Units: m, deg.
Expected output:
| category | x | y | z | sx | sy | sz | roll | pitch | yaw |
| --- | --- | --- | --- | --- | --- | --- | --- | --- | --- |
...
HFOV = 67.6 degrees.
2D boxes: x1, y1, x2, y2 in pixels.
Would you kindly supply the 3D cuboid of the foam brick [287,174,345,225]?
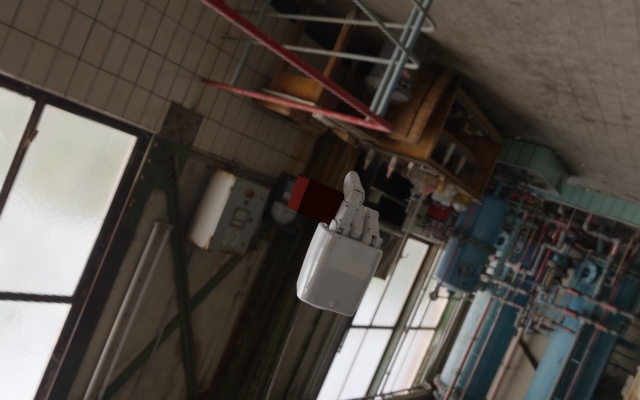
| category | x | y | z | sx | sy | sz | roll | pitch | yaw |
| --- | --- | --- | --- | --- | --- | --- | --- | --- | --- |
| foam brick | 0.000 | 0.002 | 0.691 | 0.078 | 0.051 | 0.053 | 22 | 2 | -21 |
